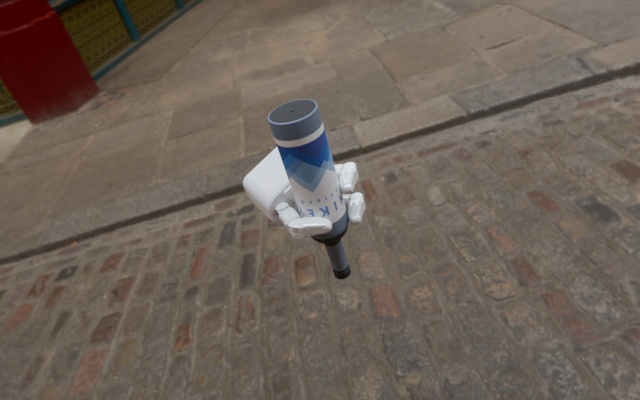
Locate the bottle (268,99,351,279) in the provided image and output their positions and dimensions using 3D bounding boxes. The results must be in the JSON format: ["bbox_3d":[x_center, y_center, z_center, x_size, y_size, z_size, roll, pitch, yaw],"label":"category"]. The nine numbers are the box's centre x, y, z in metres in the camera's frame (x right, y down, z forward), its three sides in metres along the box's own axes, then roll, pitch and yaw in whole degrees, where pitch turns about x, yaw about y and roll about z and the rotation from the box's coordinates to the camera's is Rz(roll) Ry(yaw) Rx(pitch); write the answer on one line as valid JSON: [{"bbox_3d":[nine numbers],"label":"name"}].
[{"bbox_3d":[0.000,0.002,0.690,0.069,0.296,0.069,-12,35,8],"label":"bottle"}]
